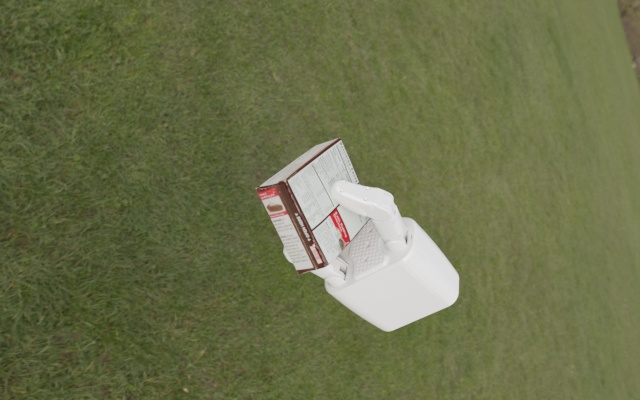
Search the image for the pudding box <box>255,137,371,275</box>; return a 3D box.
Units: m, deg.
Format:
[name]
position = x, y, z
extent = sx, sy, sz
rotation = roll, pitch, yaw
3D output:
[pudding box]
position = 0.000, 0.001, 0.452
extent = 0.039, 0.090, 0.113
rotation = -17, 15, 34
